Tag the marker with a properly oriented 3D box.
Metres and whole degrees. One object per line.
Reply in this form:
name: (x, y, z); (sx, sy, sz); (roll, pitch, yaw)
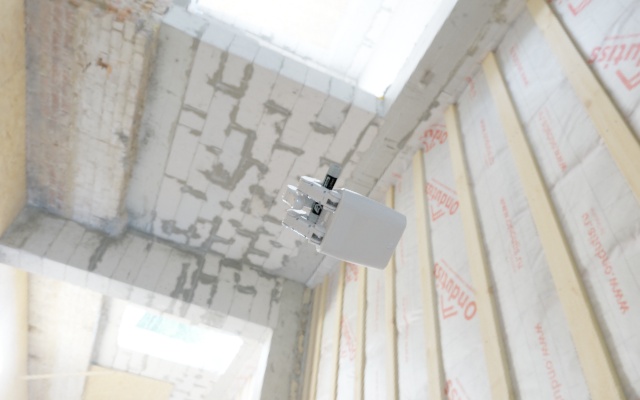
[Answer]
marker: (0.000, 0.002, 0.721); (0.020, 0.121, 0.020); (23, 14, -6)
